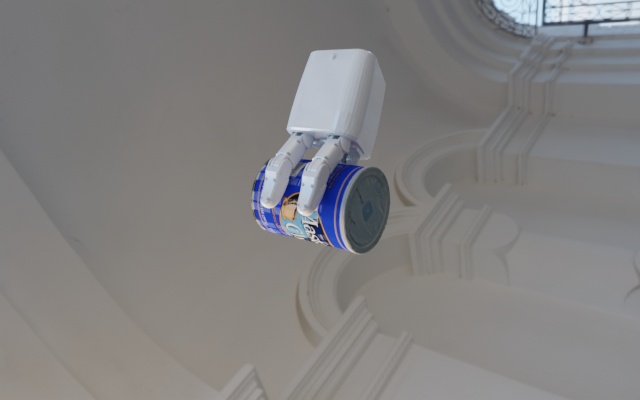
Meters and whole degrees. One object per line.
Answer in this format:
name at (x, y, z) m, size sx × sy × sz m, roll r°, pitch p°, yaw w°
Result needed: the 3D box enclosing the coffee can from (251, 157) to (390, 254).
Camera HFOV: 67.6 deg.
coffee can at (0.000, 0.002, 0.591) m, size 0.140 × 0.103 × 0.103 m, roll 10°, pitch 6°, yaw 35°
